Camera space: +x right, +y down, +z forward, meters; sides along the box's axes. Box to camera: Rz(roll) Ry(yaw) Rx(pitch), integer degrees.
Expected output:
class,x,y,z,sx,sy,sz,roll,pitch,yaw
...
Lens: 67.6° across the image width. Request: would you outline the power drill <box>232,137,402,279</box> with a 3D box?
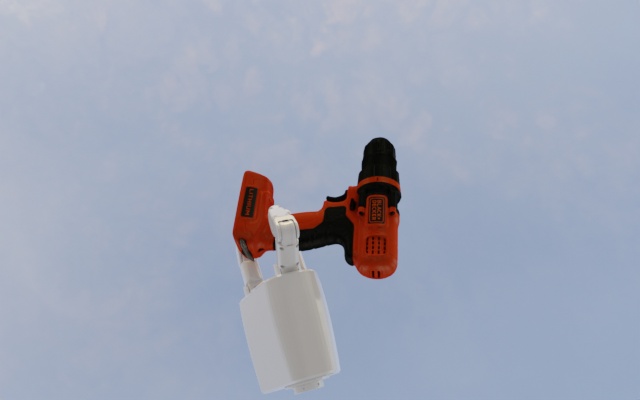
class,x,y,z,sx,sy,sz,roll,pitch,yaw
power drill,0.000,0.002,0.561,0.187,0.184,0.057,-1,-35,10
